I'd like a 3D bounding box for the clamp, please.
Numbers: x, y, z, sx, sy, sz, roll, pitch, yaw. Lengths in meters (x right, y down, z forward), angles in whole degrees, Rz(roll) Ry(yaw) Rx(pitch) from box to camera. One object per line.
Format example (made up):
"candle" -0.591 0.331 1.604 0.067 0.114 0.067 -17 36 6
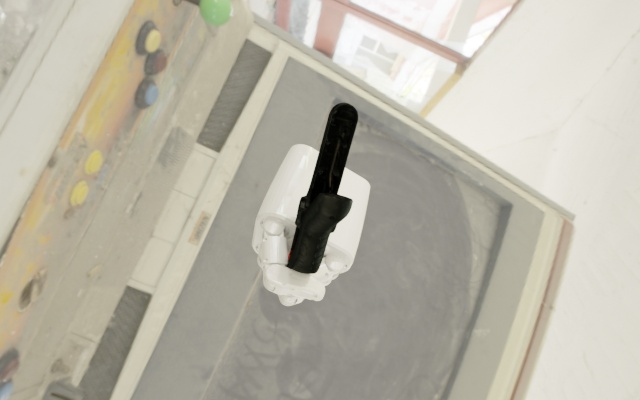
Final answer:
"clamp" 0.001 0.002 0.422 0.039 0.120 0.172 20 -36 -5
